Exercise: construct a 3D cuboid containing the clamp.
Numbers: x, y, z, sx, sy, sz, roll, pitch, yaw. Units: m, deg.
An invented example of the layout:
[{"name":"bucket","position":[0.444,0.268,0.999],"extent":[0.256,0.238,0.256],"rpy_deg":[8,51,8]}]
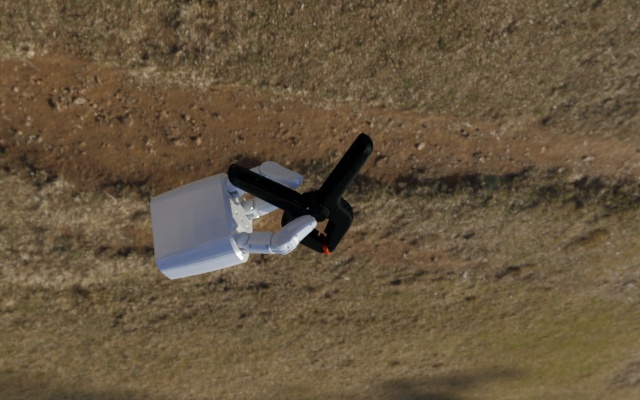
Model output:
[{"name":"clamp","position":[0.000,0.003,0.597],"extent":[0.164,0.036,0.210],"rpy_deg":[-17,-38,7]}]
